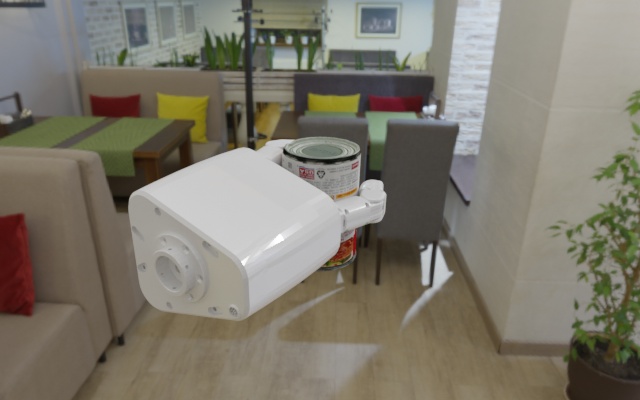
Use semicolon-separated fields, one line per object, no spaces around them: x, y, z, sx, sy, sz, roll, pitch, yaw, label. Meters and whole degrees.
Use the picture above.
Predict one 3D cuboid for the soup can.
0.000;0.001;0.423;0.068;0.102;0.068;1;23;0;soup can
